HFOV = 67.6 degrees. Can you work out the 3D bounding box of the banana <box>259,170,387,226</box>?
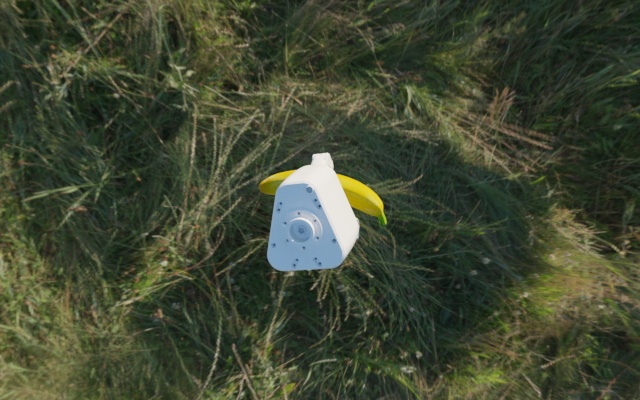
[{"bbox_3d":[0.007,-0.011,0.690,0.198,0.070,0.037,17,36,3],"label":"banana"}]
